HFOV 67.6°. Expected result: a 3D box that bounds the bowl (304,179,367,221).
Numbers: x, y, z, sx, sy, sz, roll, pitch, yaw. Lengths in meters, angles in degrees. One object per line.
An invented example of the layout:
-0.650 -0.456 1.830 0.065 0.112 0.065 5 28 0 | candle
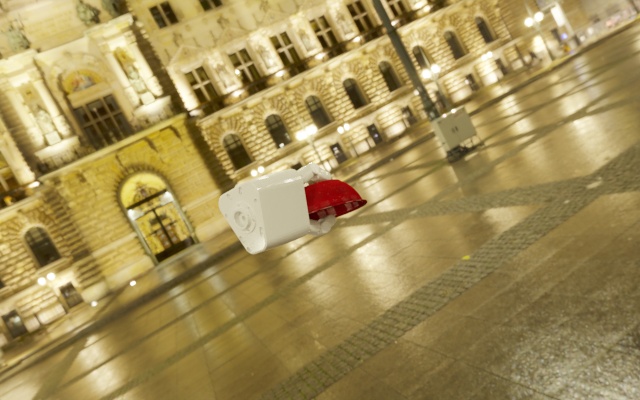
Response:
0.001 0.002 0.862 0.162 0.055 0.162 -17 -10 -3 | bowl
